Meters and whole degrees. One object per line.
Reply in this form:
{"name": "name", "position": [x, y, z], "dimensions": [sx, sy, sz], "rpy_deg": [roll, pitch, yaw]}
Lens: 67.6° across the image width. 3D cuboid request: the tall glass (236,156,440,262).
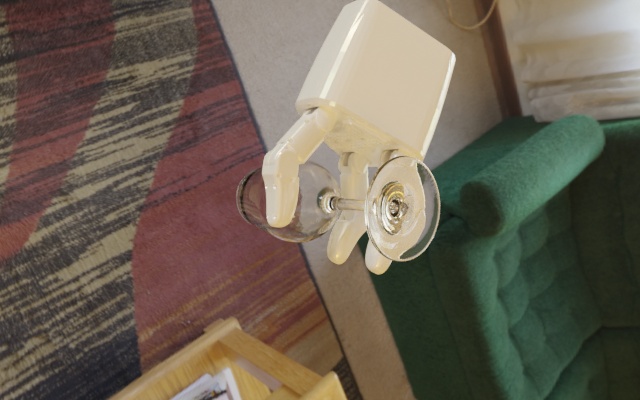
{"name": "tall glass", "position": [0.000, 0.001, 0.411], "dimensions": [0.079, 0.079, 0.201], "rpy_deg": [0, 2, -37]}
